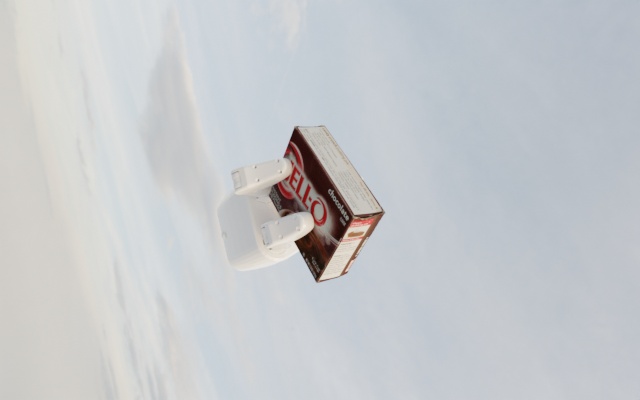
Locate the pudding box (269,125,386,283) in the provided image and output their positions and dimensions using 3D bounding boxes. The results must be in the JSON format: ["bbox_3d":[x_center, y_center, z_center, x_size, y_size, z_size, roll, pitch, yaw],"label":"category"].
[{"bbox_3d":[0.000,0.001,0.429,0.039,0.113,0.090,-11,-37,-33],"label":"pudding box"}]
